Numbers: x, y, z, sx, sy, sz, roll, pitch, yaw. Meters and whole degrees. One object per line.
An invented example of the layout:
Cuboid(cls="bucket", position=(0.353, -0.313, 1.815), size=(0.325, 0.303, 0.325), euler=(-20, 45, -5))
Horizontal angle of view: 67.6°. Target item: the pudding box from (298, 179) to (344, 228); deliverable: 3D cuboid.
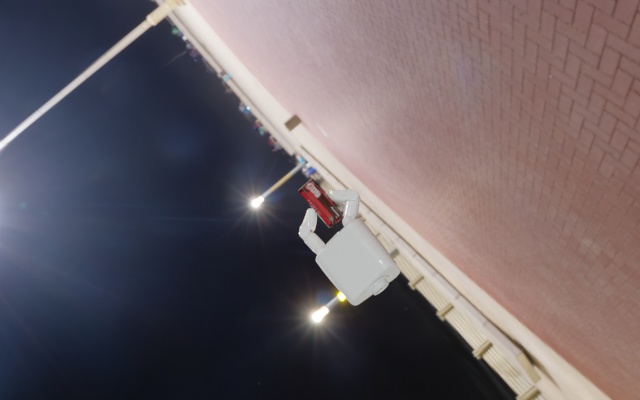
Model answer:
Cuboid(cls="pudding box", position=(0.000, 0.003, 0.900), size=(0.039, 0.090, 0.113), euler=(-40, 3, -1))
